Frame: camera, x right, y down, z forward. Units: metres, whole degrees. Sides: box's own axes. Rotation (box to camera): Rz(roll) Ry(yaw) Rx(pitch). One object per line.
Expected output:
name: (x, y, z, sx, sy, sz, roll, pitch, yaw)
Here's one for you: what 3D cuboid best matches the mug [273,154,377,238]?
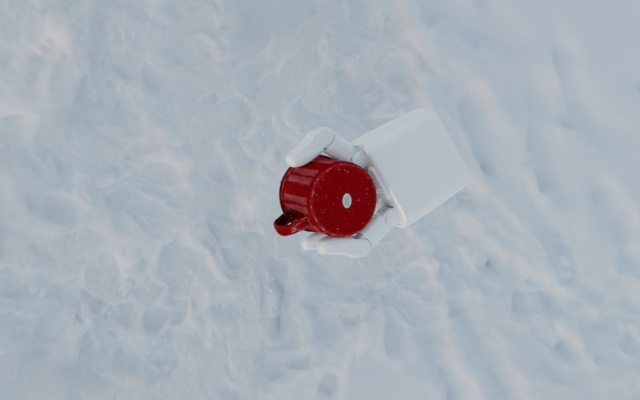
mug: (-0.001, 0.002, 0.528, 0.117, 0.093, 0.081, -32, 17, -17)
